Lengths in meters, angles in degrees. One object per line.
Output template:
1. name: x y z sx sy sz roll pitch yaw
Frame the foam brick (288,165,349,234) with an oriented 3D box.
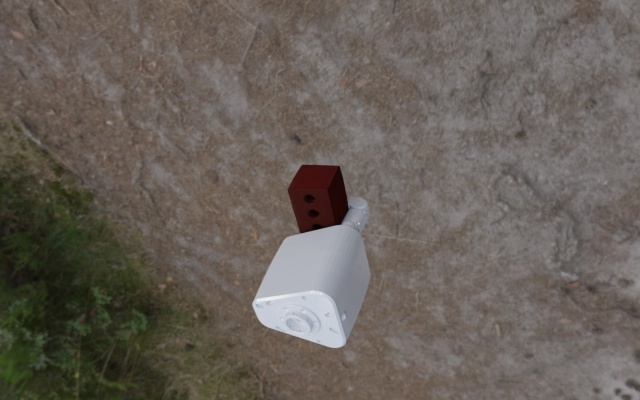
1. foam brick: 0.000 0.002 0.585 0.053 0.078 0.051 1 37 23
